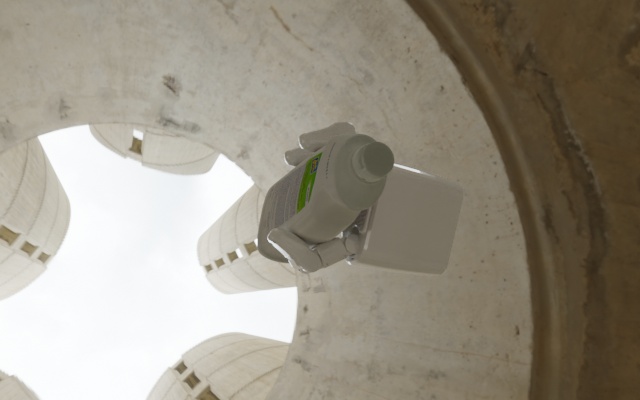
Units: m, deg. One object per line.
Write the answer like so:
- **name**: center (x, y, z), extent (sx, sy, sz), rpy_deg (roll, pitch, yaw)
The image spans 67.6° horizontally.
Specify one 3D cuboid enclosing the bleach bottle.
- **bleach bottle**: center (0.000, 0.001, 0.488), extent (0.068, 0.102, 0.251), rpy_deg (12, -16, -19)
